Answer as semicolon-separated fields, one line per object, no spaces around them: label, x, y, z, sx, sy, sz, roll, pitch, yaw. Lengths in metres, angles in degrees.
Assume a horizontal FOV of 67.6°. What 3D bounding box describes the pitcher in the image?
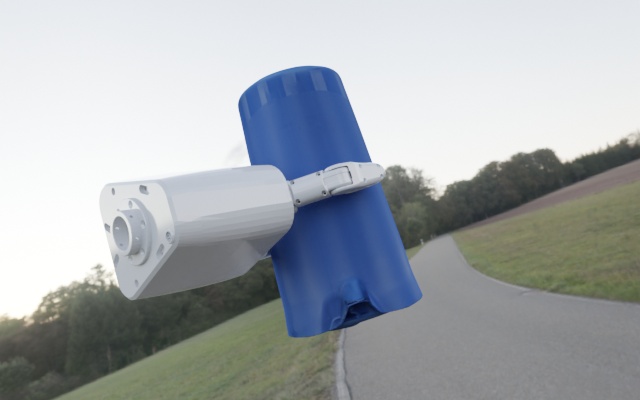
pitcher;0.000;0.002;0.479;0.145;0.243;0.149;-10;-9;-46
